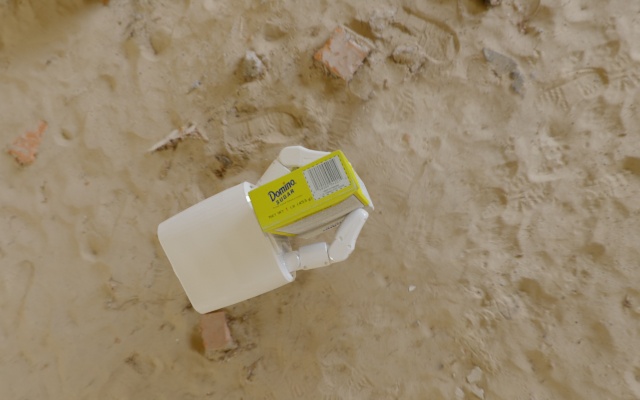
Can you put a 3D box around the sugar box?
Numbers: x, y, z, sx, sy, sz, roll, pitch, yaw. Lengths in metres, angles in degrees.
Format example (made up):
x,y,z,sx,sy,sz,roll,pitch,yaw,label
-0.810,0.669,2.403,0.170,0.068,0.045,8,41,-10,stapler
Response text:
x,y,z,sx,sy,sz,roll,pitch,yaw,label
0.000,0.001,0.491,0.093,0.048,0.176,-23,-8,7,sugar box
